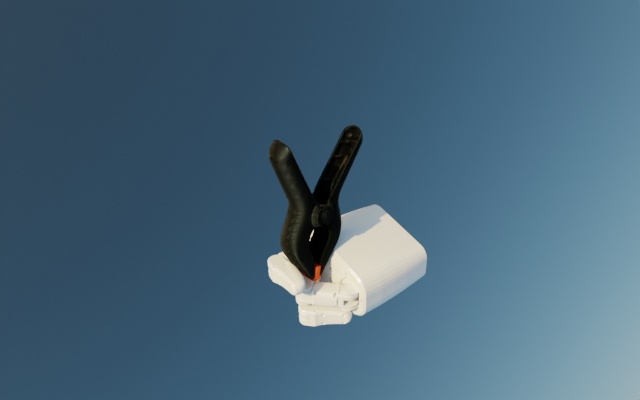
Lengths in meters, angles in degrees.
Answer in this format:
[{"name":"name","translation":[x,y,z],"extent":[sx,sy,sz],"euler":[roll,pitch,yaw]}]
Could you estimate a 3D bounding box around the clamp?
[{"name":"clamp","translation":[0.000,0.002,0.503],"extent":[0.120,0.172,0.039],"euler":[-23,38,-33]}]
